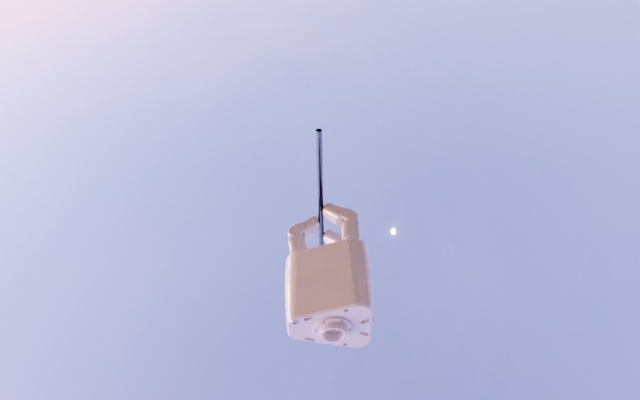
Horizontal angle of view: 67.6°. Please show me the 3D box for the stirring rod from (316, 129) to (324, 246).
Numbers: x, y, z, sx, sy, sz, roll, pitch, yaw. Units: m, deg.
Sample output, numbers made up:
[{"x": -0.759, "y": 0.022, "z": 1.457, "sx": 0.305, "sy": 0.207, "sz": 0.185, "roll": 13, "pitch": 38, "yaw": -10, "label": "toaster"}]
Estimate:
[{"x": 0.000, "y": 0.002, "z": 0.682, "sx": 0.011, "sy": 0.240, "sz": 0.011, "roll": -1, "pitch": 41, "yaw": 1, "label": "stirring rod"}]
